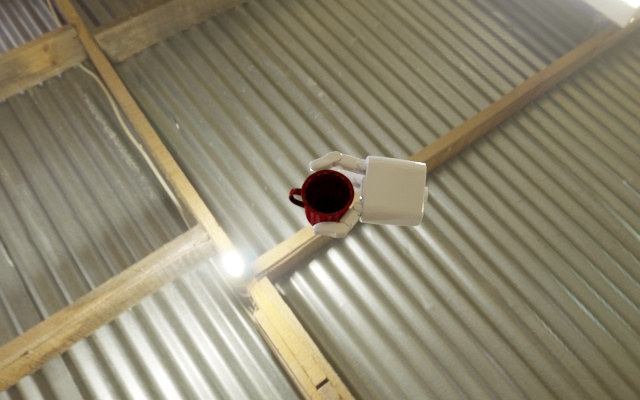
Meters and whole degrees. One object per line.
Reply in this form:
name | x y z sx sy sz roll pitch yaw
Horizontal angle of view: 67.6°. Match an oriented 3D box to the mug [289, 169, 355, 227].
mug | -0.001 0.003 0.860 0.117 0.093 0.081 7 -27 3
